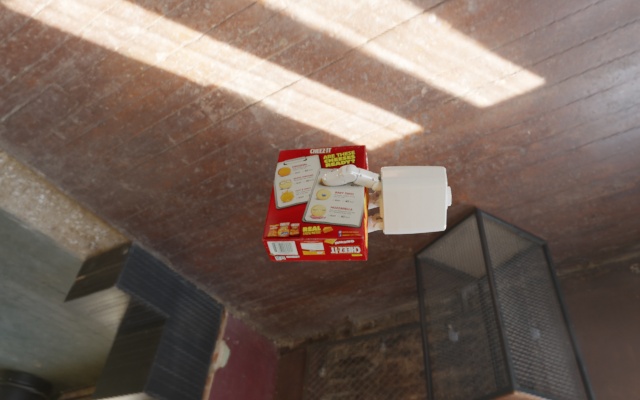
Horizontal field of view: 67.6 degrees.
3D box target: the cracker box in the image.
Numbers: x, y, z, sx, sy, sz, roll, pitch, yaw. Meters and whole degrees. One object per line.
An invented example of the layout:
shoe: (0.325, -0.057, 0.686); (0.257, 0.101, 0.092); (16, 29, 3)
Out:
cracker box: (0.000, 0.003, 0.830); (0.164, 0.213, 0.072); (-2, -43, 9)
